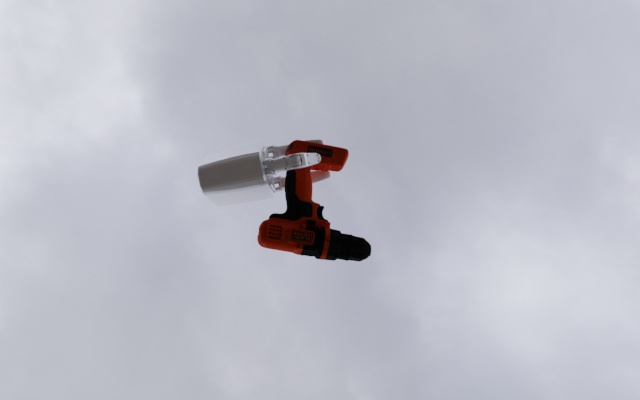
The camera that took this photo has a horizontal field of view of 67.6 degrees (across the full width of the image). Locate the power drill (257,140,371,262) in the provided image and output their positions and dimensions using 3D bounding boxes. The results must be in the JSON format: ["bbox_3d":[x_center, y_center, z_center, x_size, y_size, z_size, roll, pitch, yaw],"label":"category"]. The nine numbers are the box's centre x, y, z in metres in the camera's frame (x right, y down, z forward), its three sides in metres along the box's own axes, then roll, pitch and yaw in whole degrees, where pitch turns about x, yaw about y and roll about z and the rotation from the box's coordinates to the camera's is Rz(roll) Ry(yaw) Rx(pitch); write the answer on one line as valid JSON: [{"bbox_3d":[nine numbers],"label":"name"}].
[{"bbox_3d":[0.000,0.002,0.782,0.184,0.187,0.057,10,-19,-10],"label":"power drill"}]
